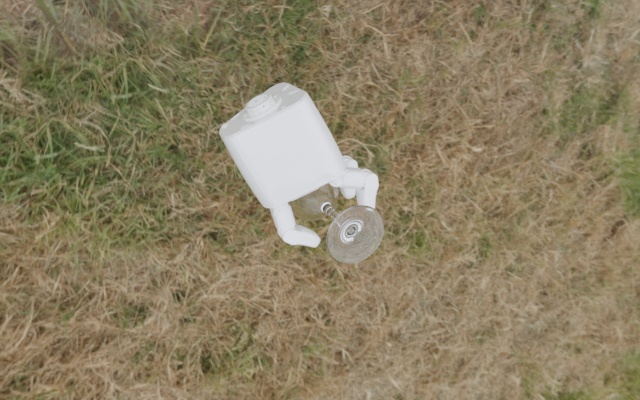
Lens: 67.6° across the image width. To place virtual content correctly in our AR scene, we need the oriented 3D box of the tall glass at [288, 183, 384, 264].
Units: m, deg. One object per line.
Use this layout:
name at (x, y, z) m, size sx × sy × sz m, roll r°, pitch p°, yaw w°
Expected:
tall glass at (0.000, 0.002, 0.629) m, size 0.079 × 0.079 × 0.201 m, roll 0°, pitch 22°, yaw -26°
